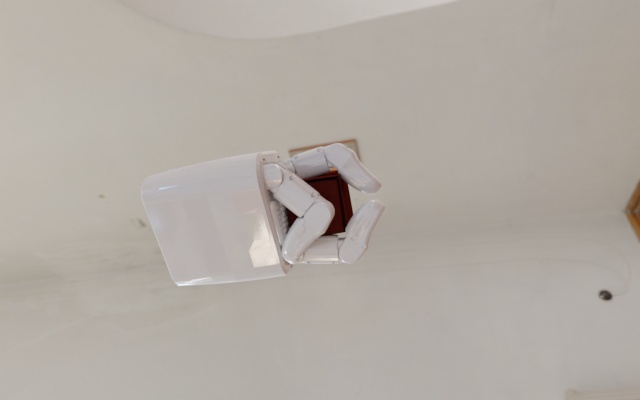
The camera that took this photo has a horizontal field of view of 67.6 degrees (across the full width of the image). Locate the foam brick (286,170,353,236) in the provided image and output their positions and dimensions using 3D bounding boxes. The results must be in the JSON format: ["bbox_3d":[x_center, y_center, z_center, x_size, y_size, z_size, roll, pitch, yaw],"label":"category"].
[{"bbox_3d":[0.000,0.002,0.454,0.051,0.053,0.078,-9,6,9],"label":"foam brick"}]
